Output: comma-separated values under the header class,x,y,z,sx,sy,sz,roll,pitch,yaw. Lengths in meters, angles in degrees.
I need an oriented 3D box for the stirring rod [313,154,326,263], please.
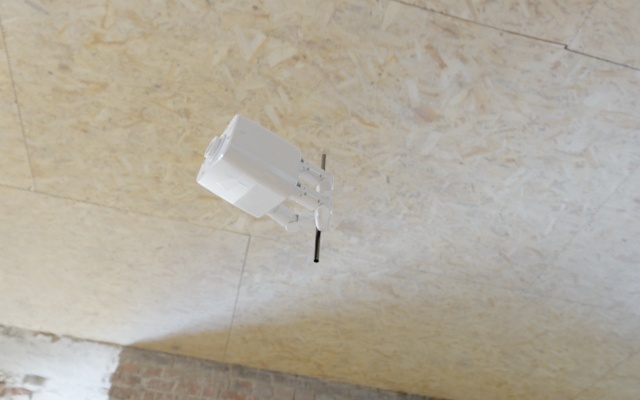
class,x,y,z,sx,sy,sz,roll,pitch,yaw
stirring rod,0.000,0.002,0.743,0.011,0.011,0.239,0,42,4
